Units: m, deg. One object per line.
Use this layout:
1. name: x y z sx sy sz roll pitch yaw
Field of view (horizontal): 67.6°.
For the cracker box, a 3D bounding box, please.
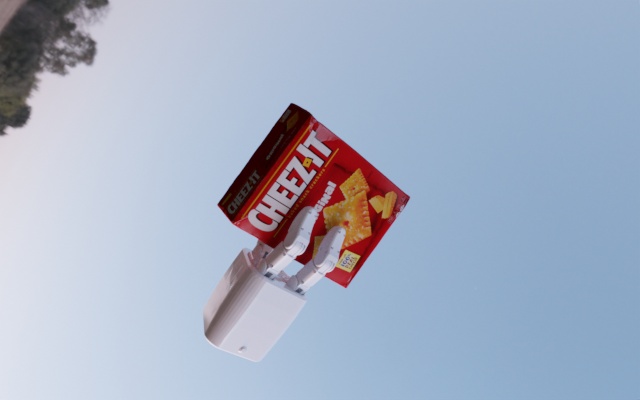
1. cracker box: 0.000 0.002 0.640 0.214 0.164 0.072 35 2 -36
